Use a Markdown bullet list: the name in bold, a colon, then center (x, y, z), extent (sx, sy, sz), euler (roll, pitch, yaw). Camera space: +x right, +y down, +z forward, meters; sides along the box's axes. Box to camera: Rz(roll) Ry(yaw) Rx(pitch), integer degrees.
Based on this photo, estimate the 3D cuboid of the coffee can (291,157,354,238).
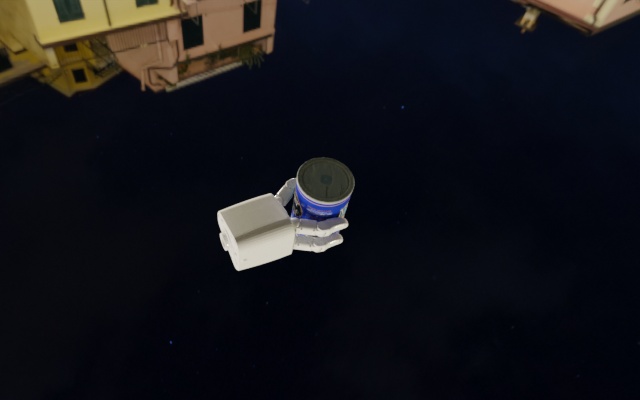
- **coffee can**: center (0.000, 0.003, 0.895), extent (0.103, 0.102, 0.140), euler (0, -36, -10)
